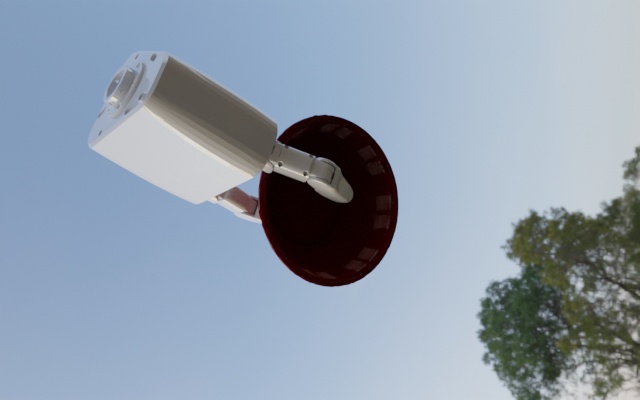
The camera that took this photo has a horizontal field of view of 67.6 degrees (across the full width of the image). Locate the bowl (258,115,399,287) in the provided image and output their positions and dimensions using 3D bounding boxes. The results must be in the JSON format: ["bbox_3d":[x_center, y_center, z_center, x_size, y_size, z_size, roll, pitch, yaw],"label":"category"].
[{"bbox_3d":[0.001,0.002,0.469,0.162,0.162,0.055,0,-5,-34],"label":"bowl"}]
